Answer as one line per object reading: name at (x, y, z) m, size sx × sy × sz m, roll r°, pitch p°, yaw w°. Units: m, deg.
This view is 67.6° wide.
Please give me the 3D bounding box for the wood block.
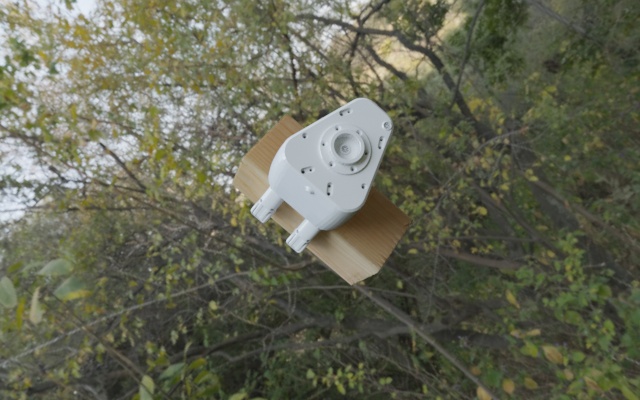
wood block at (0.000, 0.002, 0.609) m, size 0.206 × 0.090 × 0.090 m, roll 41°, pitch -27°, yaw -1°
